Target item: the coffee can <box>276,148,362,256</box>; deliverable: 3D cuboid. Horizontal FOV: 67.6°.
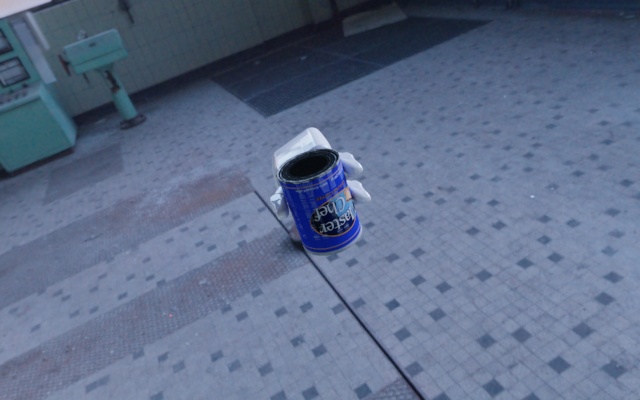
[{"bbox_3d":[0.000,0.003,0.764,0.103,0.140,0.102,-14,30,8],"label":"coffee can"}]
